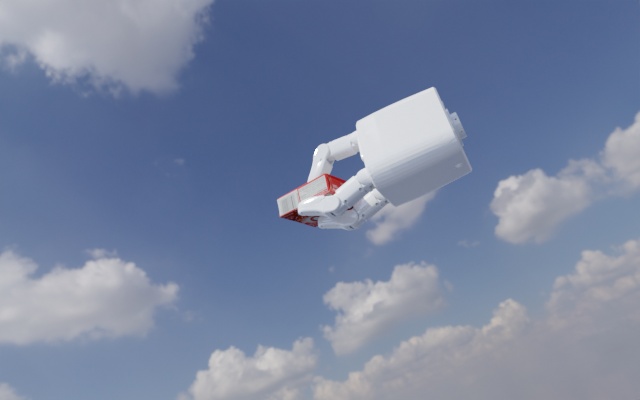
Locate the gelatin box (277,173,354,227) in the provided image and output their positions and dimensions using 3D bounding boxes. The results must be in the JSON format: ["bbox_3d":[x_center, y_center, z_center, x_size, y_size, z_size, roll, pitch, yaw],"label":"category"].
[{"bbox_3d":[0.000,0.002,0.628,0.089,0.030,0.073,-27,-28,32],"label":"gelatin box"}]
